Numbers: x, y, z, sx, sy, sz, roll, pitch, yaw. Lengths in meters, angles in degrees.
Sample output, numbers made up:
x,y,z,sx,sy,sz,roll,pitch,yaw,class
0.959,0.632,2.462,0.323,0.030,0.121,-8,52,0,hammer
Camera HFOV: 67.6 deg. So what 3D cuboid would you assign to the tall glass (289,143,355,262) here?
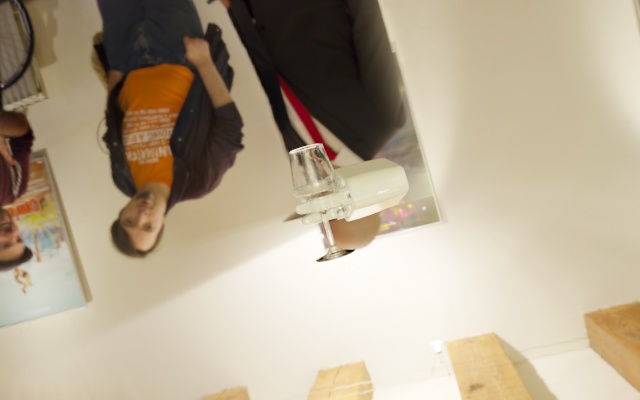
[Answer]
x,y,z,sx,sy,sz,roll,pitch,yaw,class
0.000,0.003,0.848,0.079,0.201,0.079,-16,3,1,tall glass
